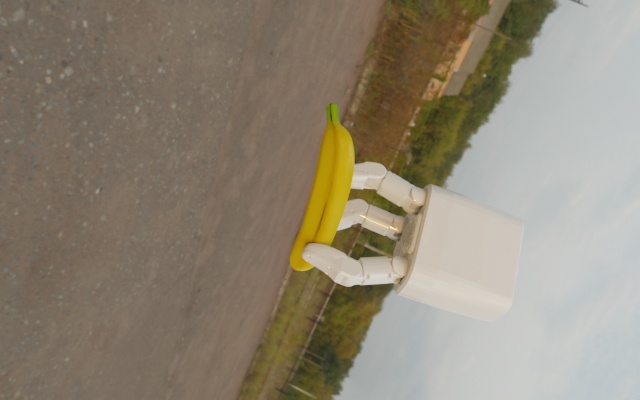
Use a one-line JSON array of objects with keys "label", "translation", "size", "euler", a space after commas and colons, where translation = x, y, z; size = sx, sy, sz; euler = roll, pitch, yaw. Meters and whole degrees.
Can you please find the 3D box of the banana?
[{"label": "banana", "translation": [0.001, 0.008, 0.480], "size": [0.037, 0.198, 0.069], "euler": [11, 29, -8]}]
